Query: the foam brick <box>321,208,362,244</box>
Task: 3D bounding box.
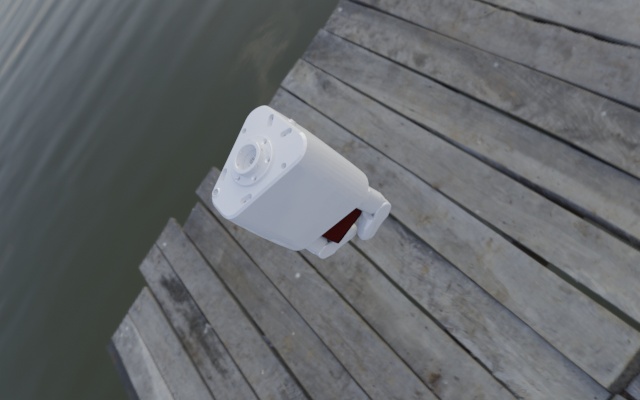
[{"bbox_3d":[0.000,0.002,0.542,0.078,0.053,0.051,41,7,40],"label":"foam brick"}]
